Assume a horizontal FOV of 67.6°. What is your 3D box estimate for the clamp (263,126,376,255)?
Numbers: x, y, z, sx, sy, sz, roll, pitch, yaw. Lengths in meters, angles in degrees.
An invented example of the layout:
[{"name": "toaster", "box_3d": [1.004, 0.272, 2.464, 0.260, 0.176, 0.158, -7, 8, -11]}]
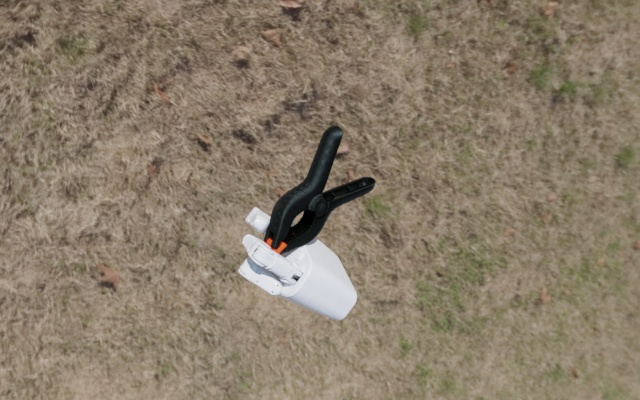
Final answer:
[{"name": "clamp", "box_3d": [0.000, 0.002, 0.609, 0.120, 0.171, 0.039, 38, 0, -38]}]
